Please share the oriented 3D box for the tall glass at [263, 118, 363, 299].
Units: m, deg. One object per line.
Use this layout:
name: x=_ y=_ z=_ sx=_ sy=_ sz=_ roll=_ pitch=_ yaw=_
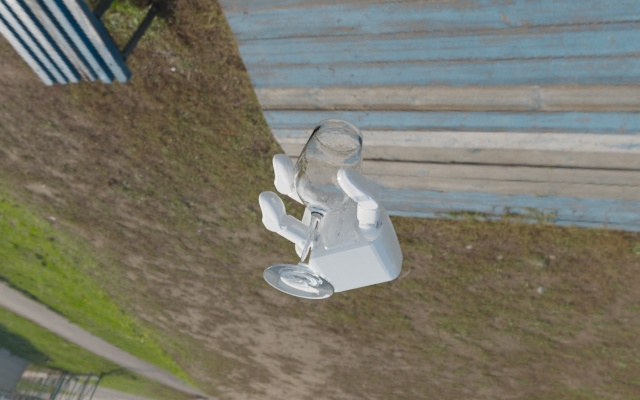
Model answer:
tall glass: x=0.000 y=0.002 z=0.532 sx=0.079 sy=0.201 sz=0.079 roll=11 pitch=-32 yaw=7
